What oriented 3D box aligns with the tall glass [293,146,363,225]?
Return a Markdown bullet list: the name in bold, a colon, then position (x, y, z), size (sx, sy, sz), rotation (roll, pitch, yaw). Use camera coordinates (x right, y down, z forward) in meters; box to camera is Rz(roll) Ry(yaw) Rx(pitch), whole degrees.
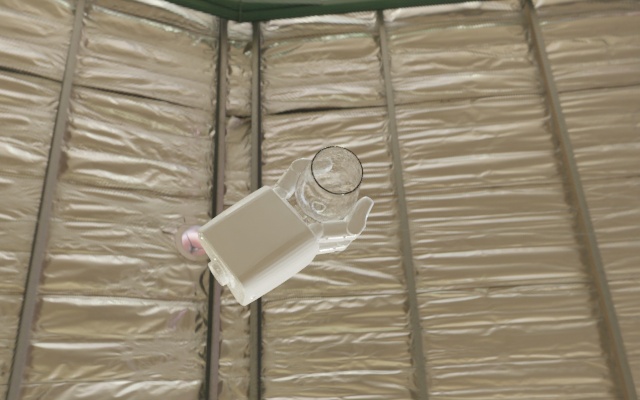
- **tall glass**: position (0.000, 0.002, 0.631), size (0.079, 0.079, 0.201), rotation (0, -22, -12)
